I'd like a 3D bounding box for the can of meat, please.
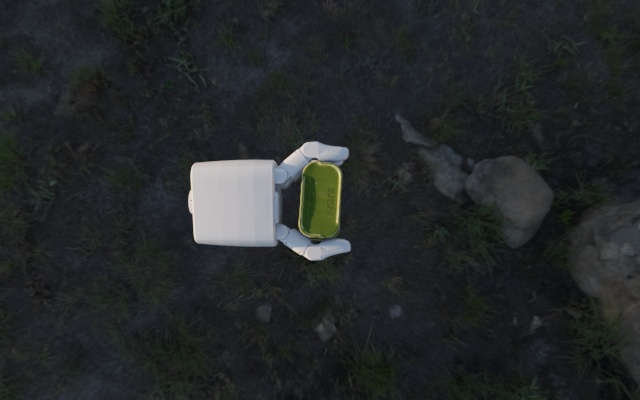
[{"bbox_3d":[0.000,0.002,0.633,0.057,0.102,0.084,3,-5,1],"label":"can of meat"}]
